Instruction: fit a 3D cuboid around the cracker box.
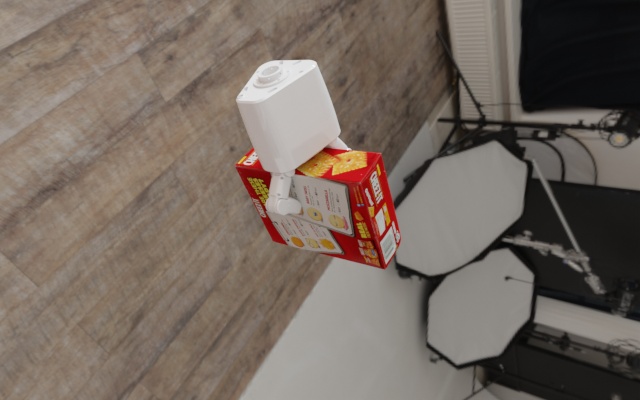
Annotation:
[{"bbox_3d":[0.000,0.002,0.700,0.213,0.164,0.072,10,47,34],"label":"cracker box"}]
